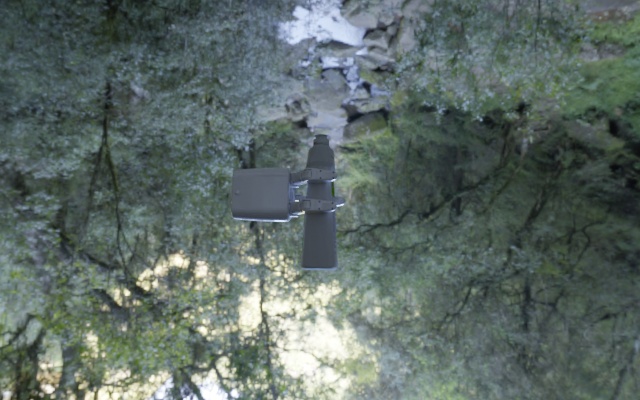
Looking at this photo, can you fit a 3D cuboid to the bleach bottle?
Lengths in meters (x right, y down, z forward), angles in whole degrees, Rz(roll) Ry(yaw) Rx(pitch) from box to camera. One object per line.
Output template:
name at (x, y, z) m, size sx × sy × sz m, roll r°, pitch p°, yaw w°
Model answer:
bleach bottle at (0.000, 0.003, 0.894) m, size 0.068 × 0.250 × 0.102 m, roll 0°, pitch -10°, yaw 3°
